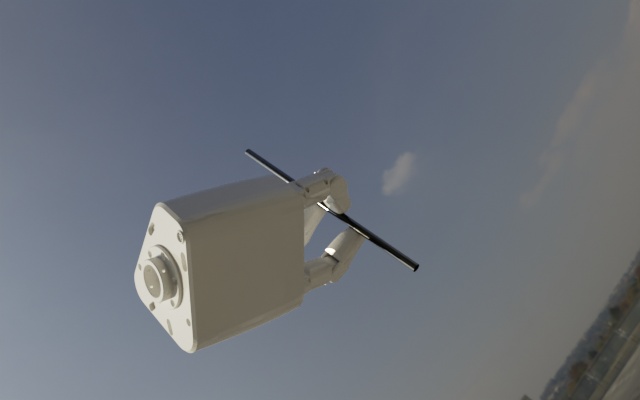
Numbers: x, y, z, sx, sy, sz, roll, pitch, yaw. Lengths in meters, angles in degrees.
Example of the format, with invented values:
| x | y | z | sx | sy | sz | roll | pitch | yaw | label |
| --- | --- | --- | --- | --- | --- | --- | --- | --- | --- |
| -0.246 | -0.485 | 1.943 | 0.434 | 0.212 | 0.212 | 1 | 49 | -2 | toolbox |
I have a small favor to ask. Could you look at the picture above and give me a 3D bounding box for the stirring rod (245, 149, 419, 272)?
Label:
| x | y | z | sx | sy | sz | roll | pitch | yaw | label |
| --- | --- | --- | --- | --- | --- | --- | --- | --- | --- |
| 0.000 | 0.002 | 0.478 | 0.239 | 0.011 | 0.011 | 34 | 21 | 33 | stirring rod |
